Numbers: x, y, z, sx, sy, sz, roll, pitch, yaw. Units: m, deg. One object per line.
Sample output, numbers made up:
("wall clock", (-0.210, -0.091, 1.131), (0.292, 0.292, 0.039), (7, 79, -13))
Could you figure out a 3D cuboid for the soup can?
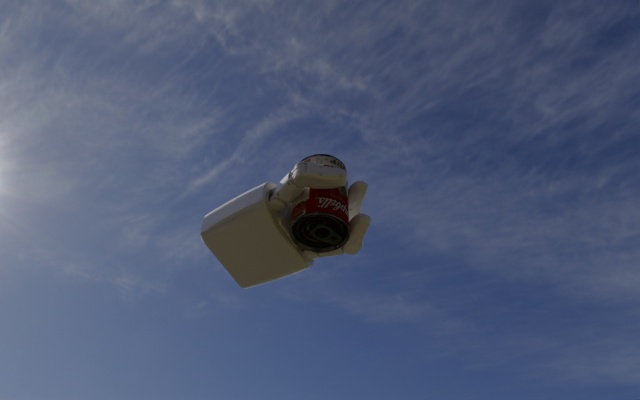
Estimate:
("soup can", (0.000, 0.001, 0.571), (0.068, 0.102, 0.069), (1, -44, 1))
